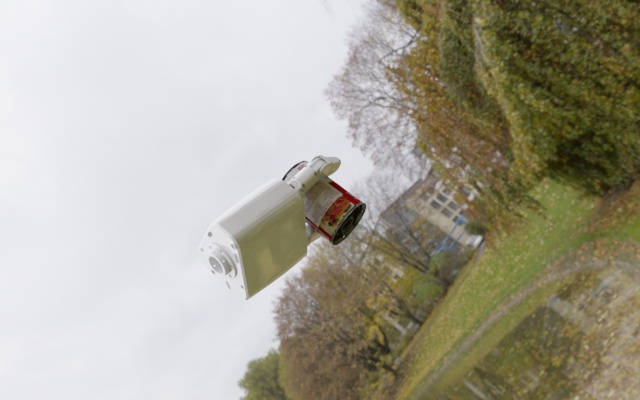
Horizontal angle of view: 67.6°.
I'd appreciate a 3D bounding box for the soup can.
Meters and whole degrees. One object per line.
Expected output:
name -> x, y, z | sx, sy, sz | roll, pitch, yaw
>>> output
soup can -> 0.000, 0.002, 0.632 | 0.102, 0.068, 0.068 | 38, 14, 19
